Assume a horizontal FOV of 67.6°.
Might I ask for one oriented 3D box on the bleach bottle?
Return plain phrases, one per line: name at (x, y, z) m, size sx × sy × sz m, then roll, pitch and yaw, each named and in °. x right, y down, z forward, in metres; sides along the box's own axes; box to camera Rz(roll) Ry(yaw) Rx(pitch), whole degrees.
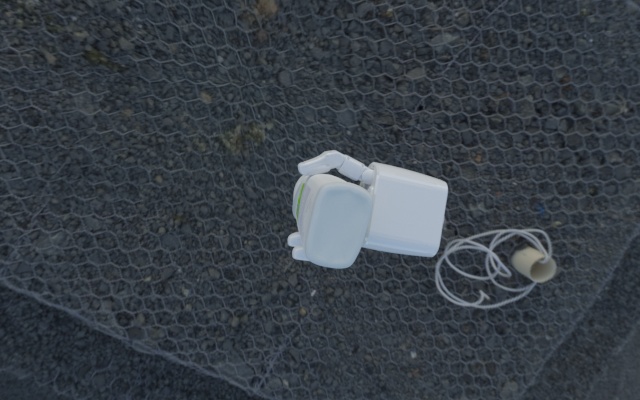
bleach bottle at (0.000, 0.002, 0.644) m, size 0.068 × 0.102 × 0.250 m, roll 13°, pitch 11°, yaw -12°
